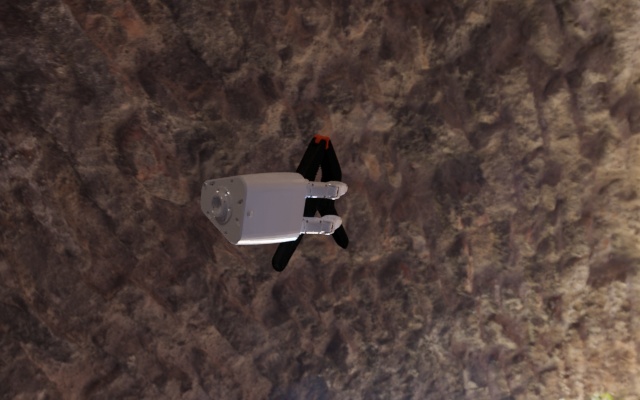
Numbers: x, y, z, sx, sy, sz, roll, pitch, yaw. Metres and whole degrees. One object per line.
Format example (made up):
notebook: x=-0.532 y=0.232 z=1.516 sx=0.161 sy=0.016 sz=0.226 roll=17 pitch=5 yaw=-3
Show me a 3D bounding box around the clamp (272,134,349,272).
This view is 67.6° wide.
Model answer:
clamp: x=-0.001 y=0.002 z=0.758 sx=0.036 sy=0.210 sz=0.164 roll=19 pitch=15 yaw=39
